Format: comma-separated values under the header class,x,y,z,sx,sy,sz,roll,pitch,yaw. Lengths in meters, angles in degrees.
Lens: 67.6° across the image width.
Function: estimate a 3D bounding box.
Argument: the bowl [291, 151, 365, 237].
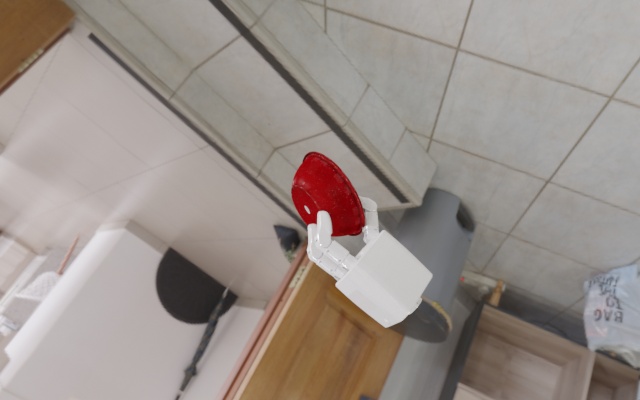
class,x,y,z,sx,sy,sz,roll,pitch,yaw
bowl,-0.001,0.002,0.787,0.055,0.162,0.162,-32,14,-23
